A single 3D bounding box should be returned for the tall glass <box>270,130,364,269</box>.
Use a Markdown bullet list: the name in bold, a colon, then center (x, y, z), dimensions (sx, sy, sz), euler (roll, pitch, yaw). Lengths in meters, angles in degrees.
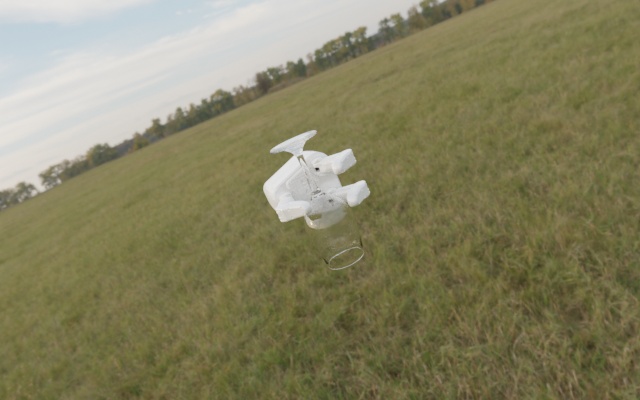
- **tall glass**: center (0.000, 0.002, 0.713), dimensions (0.079, 0.201, 0.079), euler (-23, 15, 6)
